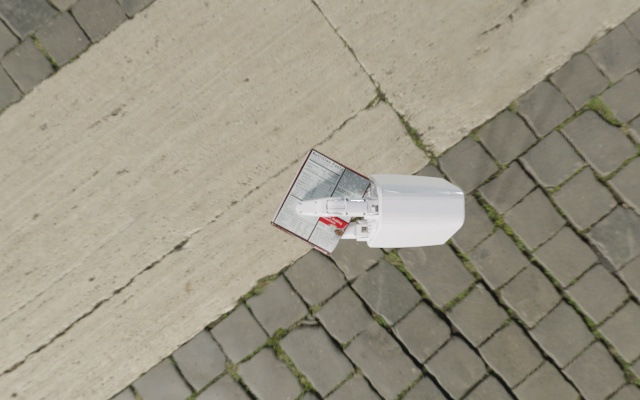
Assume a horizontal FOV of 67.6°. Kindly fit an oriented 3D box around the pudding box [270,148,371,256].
[{"bbox_3d":[0.000,0.002,0.618,0.090,0.113,0.039,29,-6,-4],"label":"pudding box"}]
